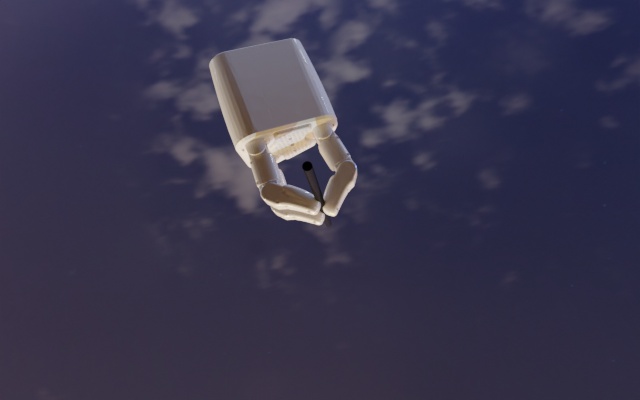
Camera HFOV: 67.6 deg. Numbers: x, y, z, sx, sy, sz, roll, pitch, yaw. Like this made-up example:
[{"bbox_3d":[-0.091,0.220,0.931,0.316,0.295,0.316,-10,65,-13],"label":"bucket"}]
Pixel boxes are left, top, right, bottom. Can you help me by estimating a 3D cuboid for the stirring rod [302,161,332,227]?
[{"bbox_3d":[0.000,0.001,0.484,0.011,0.011,0.239,0,-13,5],"label":"stirring rod"}]
